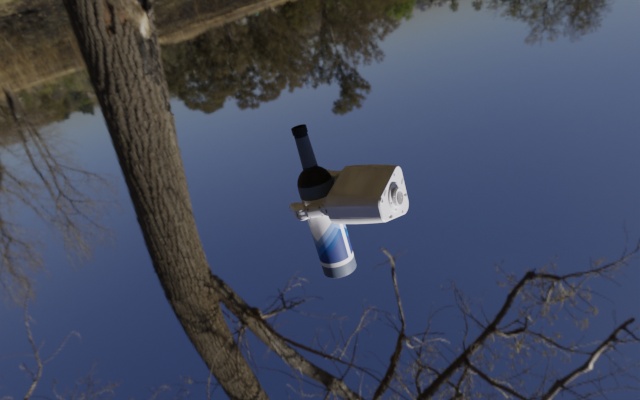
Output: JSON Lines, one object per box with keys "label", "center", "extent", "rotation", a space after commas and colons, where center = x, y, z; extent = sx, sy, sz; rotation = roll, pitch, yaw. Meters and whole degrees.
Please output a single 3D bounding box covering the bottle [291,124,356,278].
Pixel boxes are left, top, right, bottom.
{"label": "bottle", "center": [0.000, 0.003, 0.887], "extent": [0.069, 0.296, 0.069], "rotation": [-14, 21, 6]}
